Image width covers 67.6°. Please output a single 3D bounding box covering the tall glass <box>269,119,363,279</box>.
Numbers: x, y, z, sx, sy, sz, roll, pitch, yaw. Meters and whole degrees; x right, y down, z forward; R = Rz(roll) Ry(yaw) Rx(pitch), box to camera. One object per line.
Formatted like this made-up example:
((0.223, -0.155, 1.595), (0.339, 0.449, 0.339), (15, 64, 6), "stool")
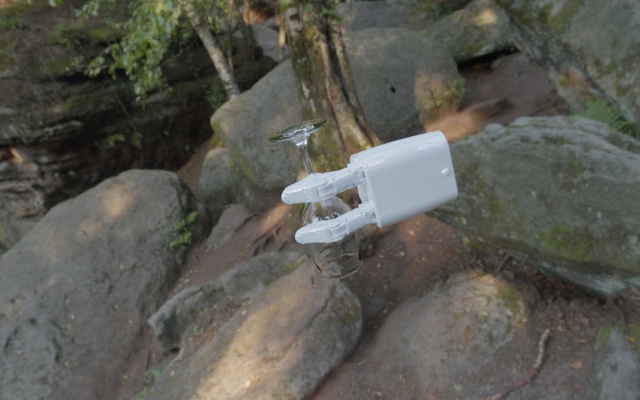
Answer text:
((0.000, 0.001, 0.618), (0.079, 0.201, 0.079), (-15, 21, 6), "tall glass")
